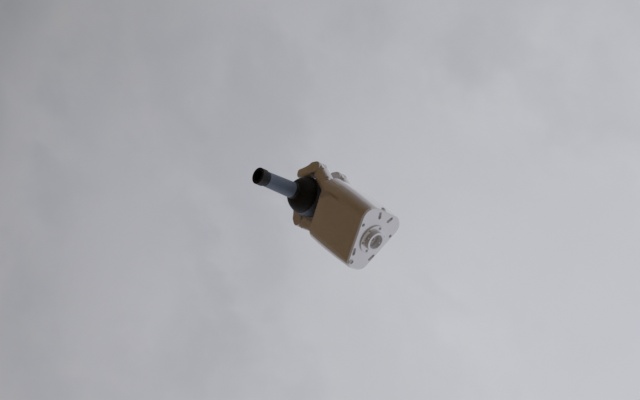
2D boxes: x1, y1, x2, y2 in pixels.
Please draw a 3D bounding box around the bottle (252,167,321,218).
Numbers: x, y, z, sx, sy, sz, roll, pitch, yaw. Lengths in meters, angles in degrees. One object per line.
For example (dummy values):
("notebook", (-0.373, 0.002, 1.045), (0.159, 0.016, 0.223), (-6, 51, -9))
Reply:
("bottle", (0.000, 0.003, 0.845), (0.069, 0.069, 0.296), (0, -17, 44))
